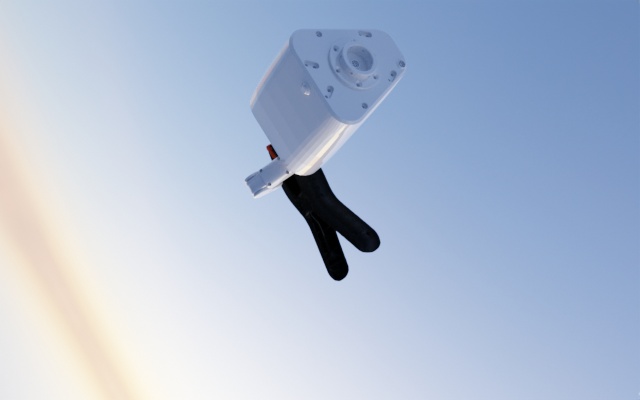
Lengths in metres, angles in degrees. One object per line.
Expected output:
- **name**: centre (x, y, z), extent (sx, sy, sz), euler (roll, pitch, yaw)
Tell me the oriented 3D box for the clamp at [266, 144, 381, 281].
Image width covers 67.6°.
- **clamp**: centre (0.000, 0.001, 0.504), extent (0.039, 0.171, 0.120), euler (-29, -5, -31)
